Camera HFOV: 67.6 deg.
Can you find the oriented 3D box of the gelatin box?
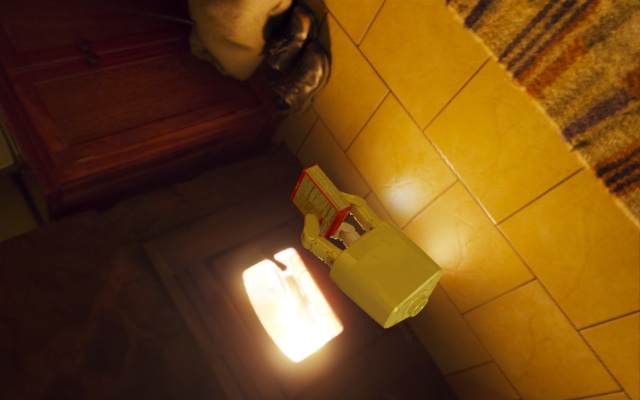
[{"bbox_3d":[0.000,0.002,0.708,0.030,0.089,0.073,-28,-21,-35],"label":"gelatin box"}]
